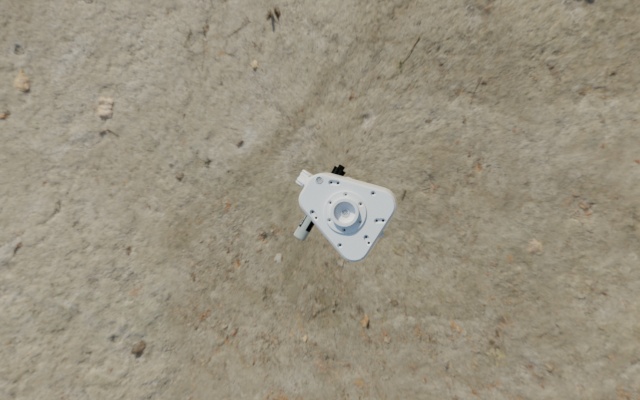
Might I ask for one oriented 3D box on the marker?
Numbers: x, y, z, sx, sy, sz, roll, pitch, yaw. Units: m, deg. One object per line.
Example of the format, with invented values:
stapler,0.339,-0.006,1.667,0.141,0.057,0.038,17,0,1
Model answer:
marker,0.000,0.002,0.683,0.020,0.121,0.020,31,4,-3
